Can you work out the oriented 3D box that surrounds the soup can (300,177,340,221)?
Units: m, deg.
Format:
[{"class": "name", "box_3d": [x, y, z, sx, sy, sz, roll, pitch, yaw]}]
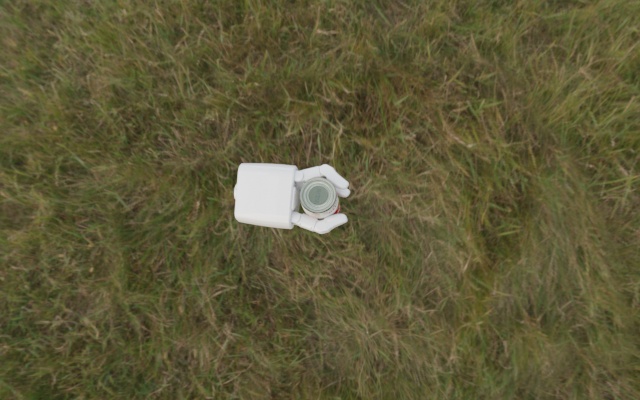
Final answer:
[{"class": "soup can", "box_3d": [0.001, 0.003, 0.884, 0.068, 0.068, 0.102, 0, -15, 6]}]
